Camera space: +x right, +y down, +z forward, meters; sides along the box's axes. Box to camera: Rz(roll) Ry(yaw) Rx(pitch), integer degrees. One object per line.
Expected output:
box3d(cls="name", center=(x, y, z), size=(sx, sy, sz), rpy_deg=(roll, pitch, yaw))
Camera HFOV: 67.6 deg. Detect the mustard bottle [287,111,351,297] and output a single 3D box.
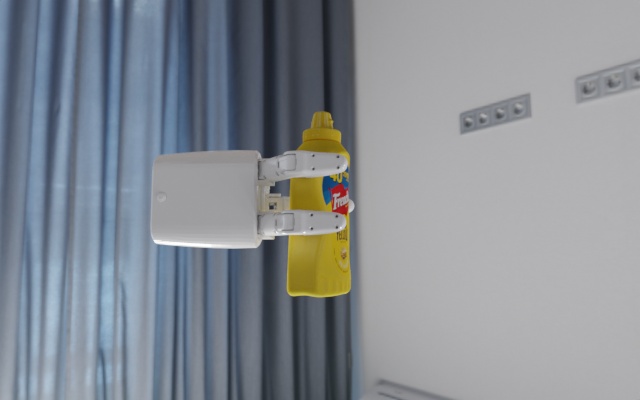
box3d(cls="mustard bottle", center=(0.000, 0.002, 0.503), size=(0.058, 0.191, 0.096), rpy_deg=(-2, -7, 23))
